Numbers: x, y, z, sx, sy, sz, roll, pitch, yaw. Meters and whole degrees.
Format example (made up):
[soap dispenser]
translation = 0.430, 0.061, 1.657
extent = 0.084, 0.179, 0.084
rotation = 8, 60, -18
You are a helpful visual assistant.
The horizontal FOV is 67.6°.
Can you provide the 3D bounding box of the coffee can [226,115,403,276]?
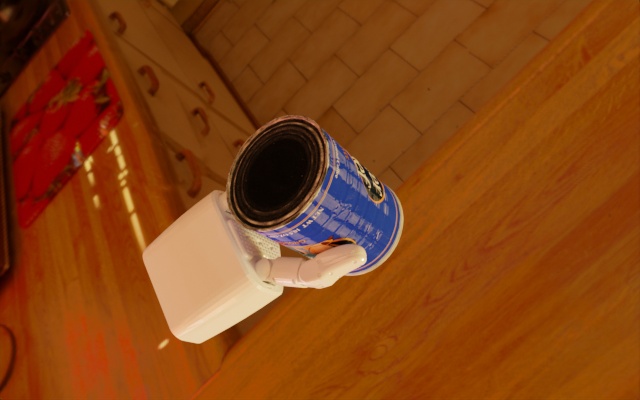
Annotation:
[coffee can]
translation = 0.000, 0.001, 0.435
extent = 0.103, 0.102, 0.140
rotation = 0, -21, 35
